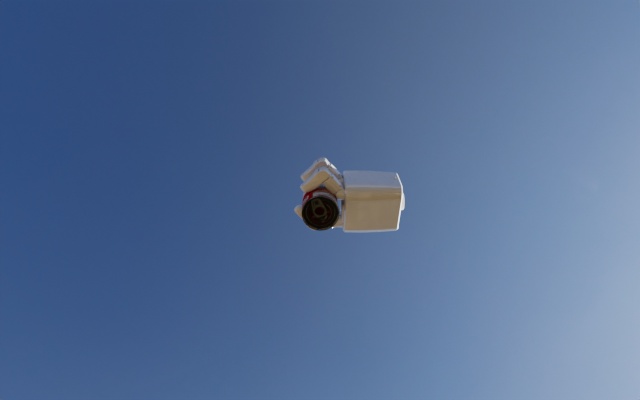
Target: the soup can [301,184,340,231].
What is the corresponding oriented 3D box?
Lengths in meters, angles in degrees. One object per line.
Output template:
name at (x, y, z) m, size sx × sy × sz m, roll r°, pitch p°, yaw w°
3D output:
soup can at (0.000, 0.003, 0.892) m, size 0.068 × 0.068 × 0.102 m, roll 0°, pitch 24°, yaw 0°
